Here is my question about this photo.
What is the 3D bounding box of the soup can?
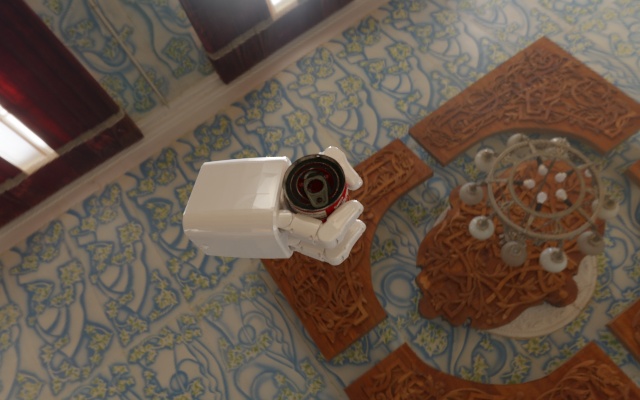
[{"bbox_3d":[0.001,0.002,0.547,0.068,0.068,0.102,0,-26,9],"label":"soup can"}]
